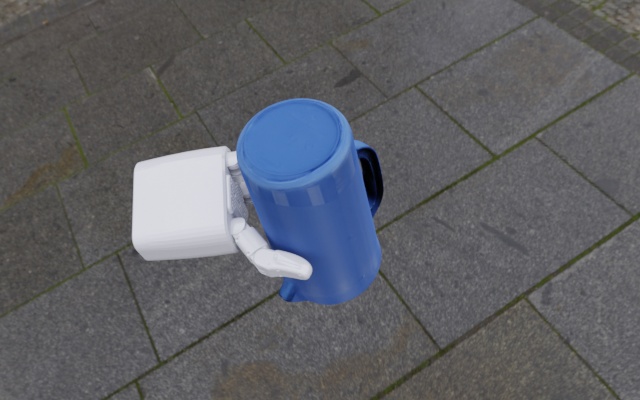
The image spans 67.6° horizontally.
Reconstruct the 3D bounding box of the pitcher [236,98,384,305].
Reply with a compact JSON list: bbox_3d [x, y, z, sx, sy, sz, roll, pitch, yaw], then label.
[{"bbox_3d":[0.000,0.002,0.527,0.145,0.149,0.243,-6,-34,6],"label":"pitcher"}]
